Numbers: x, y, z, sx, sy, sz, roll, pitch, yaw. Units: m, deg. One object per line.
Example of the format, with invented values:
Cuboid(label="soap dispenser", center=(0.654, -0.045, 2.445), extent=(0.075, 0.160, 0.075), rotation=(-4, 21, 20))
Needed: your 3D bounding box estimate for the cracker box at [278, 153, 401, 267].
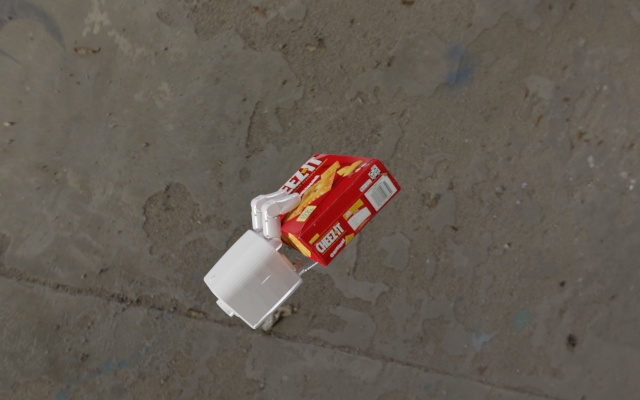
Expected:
Cuboid(label="cracker box", center=(0.000, 0.003, 0.757), extent=(0.164, 0.072, 0.213), rotation=(-45, 23, -13))
